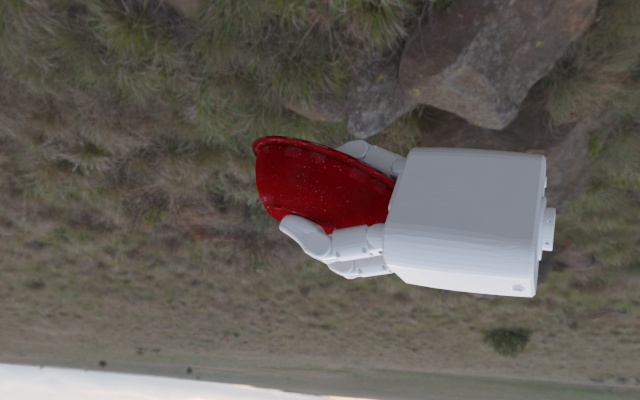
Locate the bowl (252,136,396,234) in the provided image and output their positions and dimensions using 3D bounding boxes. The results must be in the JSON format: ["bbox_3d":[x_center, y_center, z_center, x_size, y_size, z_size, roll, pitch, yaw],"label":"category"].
[{"bbox_3d":[-0.001,0.002,0.456,0.162,0.055,0.162,21,-13,5],"label":"bowl"}]
